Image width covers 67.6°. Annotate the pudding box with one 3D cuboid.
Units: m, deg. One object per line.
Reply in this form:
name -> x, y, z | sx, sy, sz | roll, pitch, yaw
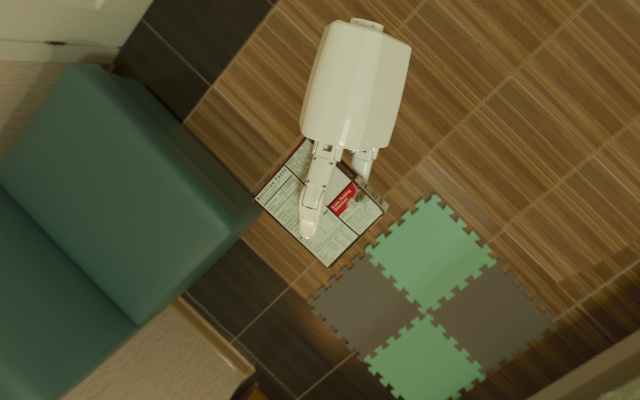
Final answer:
pudding box -> 0.000, 0.002, 0.496 | 0.113, 0.090, 0.039 | 44, 16, 1
